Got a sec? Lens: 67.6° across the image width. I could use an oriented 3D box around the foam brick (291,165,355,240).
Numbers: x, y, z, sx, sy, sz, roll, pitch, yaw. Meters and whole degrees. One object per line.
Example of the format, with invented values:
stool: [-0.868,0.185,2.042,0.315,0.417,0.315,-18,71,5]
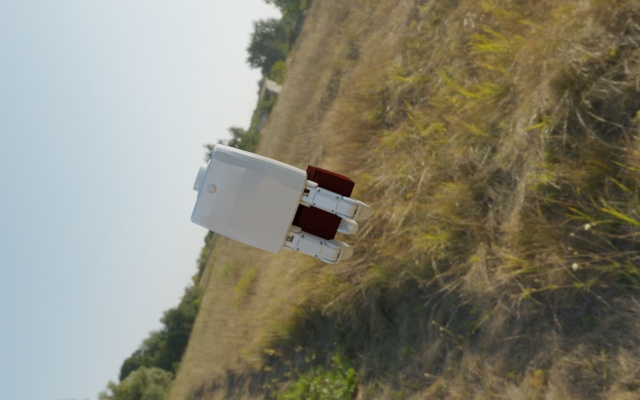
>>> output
foam brick: [0.000,0.002,0.578,0.051,0.078,0.053,19,6,-14]
